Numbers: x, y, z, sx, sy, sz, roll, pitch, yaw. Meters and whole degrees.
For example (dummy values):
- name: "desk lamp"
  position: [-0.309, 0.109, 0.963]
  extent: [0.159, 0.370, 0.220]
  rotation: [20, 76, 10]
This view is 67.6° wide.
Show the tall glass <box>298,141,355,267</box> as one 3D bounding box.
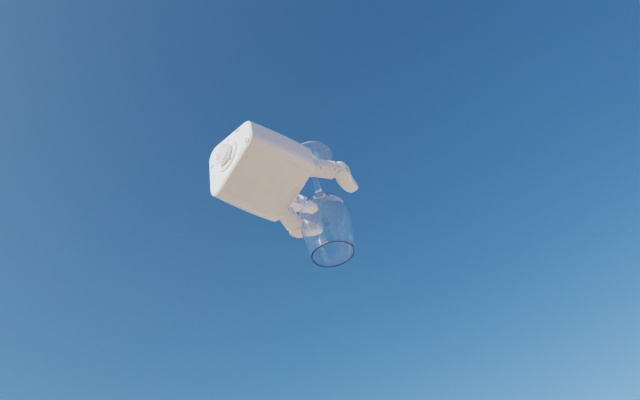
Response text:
- name: "tall glass"
  position: [0.000, 0.002, 0.727]
  extent: [0.079, 0.200, 0.079]
  rotation: [-8, -41, -7]
